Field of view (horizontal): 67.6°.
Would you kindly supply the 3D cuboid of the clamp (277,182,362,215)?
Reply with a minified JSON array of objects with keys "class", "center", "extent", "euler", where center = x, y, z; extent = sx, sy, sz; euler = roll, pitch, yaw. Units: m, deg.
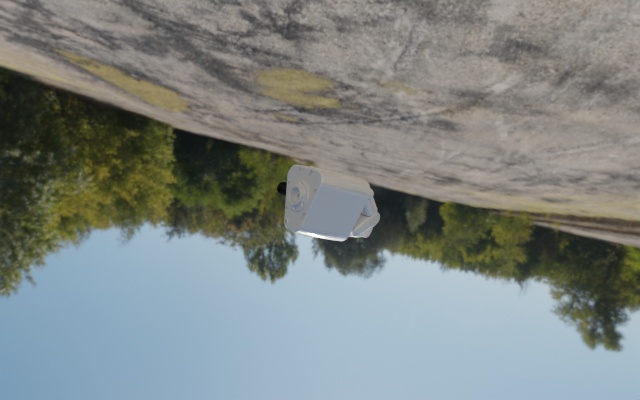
[{"class":"clamp","center":[0.000,0.004,0.892],"extent":[0.120,0.039,0.171],"euler":[12,3,-41]}]
